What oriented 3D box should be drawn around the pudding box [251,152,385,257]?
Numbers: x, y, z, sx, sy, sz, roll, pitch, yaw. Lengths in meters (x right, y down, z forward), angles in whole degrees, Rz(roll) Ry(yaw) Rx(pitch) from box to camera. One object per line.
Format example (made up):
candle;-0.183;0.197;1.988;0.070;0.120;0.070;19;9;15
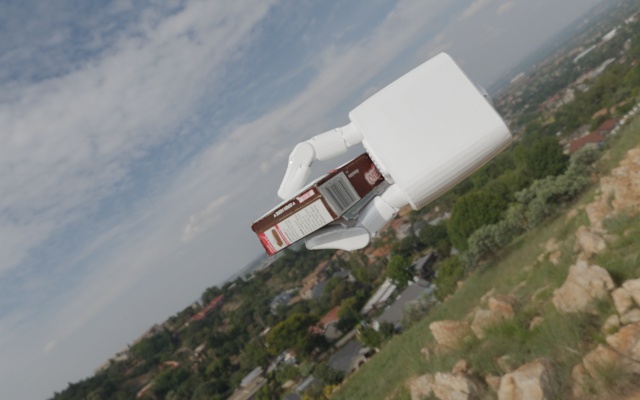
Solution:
pudding box;0.000;0.001;0.458;0.090;0.039;0.113;-32;0;34
